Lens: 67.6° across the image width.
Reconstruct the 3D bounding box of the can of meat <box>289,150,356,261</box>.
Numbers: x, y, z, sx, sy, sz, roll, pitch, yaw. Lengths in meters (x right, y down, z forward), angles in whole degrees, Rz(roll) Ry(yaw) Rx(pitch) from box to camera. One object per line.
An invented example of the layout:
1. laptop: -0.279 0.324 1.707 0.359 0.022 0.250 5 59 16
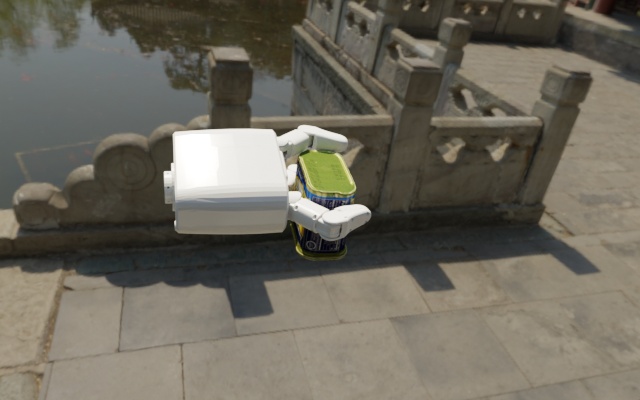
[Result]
1. can of meat: 0.000 0.002 0.529 0.057 0.084 0.102 0 32 -14
